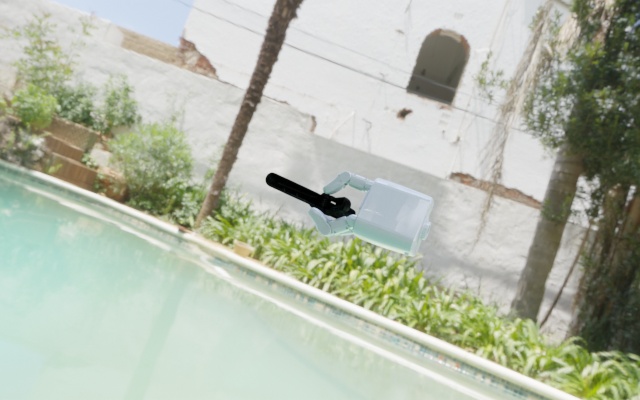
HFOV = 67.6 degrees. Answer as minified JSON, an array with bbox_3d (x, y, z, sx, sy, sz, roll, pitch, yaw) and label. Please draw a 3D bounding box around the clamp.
[{"bbox_3d":[0.001,0.002,0.875,0.164,0.036,0.210,21,-5,20],"label":"clamp"}]
